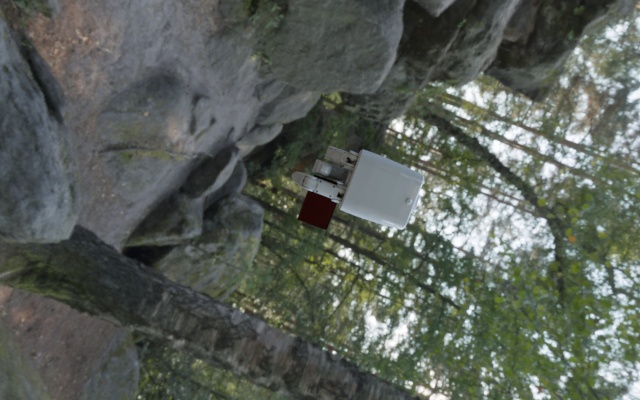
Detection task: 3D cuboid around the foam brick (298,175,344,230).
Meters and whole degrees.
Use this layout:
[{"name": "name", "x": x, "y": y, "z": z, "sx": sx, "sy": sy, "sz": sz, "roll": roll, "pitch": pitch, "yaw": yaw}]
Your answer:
[{"name": "foam brick", "x": 0.000, "y": 0.003, "z": 0.772, "sx": 0.051, "sy": 0.078, "sz": 0.053, "roll": 21, "pitch": 4, "yaw": -1}]
